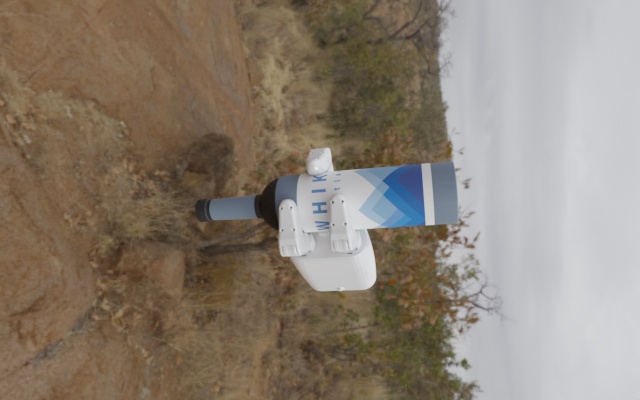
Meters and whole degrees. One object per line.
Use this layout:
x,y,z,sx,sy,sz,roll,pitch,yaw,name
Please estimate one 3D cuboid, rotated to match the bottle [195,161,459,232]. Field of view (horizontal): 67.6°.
0.000,0.002,0.539,0.296,0.069,0.069,-4,-1,12,bottle
